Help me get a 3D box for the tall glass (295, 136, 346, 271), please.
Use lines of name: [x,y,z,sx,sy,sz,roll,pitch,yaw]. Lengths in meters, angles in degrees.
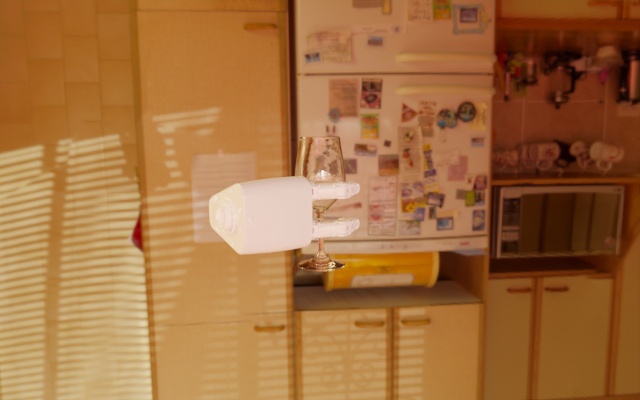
tall glass: [0.000,0.003,0.737,0.079,0.201,0.079,-1,7,0]
